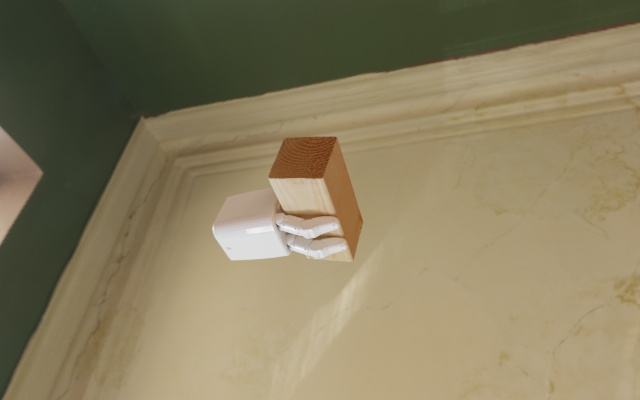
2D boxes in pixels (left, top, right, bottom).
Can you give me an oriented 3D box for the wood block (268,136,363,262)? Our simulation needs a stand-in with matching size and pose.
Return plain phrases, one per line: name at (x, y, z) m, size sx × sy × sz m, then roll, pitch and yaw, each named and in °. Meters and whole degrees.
wood block at (0.000, 0.002, 0.779) m, size 0.090 × 0.090 × 0.206 m, roll 1°, pitch -40°, yaw 21°
